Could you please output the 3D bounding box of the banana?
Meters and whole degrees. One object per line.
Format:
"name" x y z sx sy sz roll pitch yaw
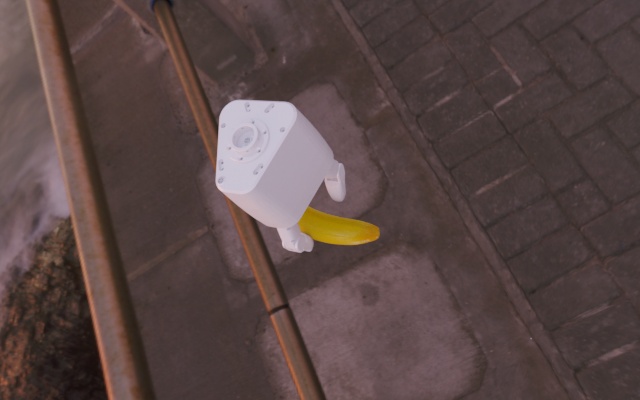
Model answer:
"banana" -0.014 0.015 0.642 0.197 0.069 0.037 35 -11 30
